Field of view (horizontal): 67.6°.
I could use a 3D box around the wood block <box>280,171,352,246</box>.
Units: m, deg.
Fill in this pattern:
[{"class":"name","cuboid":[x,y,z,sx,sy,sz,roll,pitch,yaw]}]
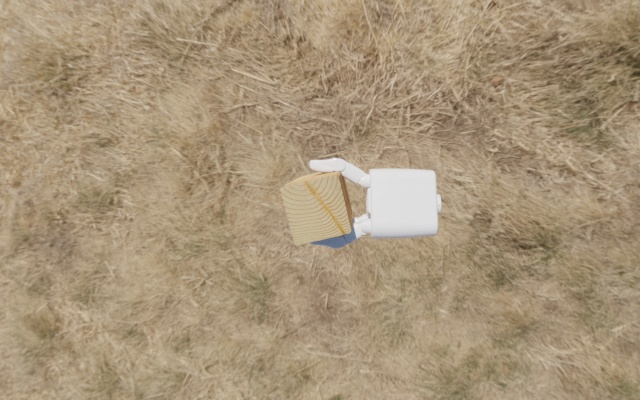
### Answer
[{"class":"wood block","cuboid":[0.000,0.002,0.796,0.090,0.091,0.206,-13,5,5]}]
